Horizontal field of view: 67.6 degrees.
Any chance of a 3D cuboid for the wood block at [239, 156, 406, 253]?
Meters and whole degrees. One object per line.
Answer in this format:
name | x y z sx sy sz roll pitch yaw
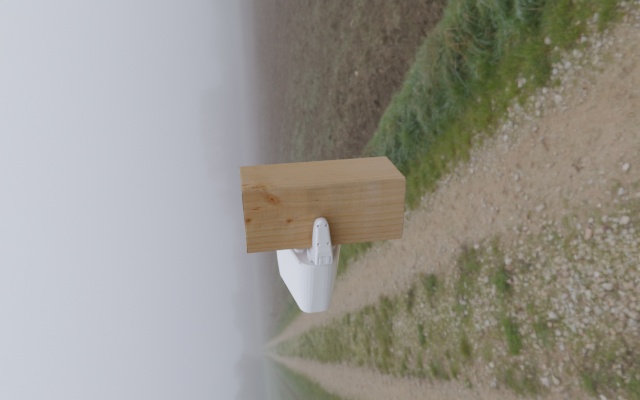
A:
wood block | 0.000 0.003 0.639 0.206 0.090 0.090 -5 26 -9
